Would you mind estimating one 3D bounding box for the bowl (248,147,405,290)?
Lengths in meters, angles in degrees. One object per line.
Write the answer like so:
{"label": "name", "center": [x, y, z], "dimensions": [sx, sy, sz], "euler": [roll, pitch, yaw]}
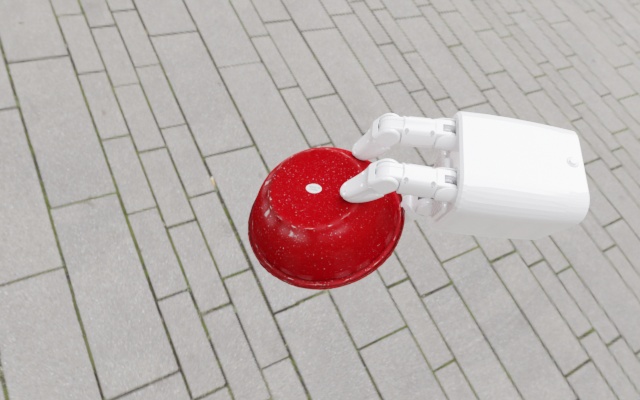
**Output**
{"label": "bowl", "center": [-0.001, 0.002, 0.464], "dimensions": [0.162, 0.162, 0.055], "euler": [0, -33, 12]}
